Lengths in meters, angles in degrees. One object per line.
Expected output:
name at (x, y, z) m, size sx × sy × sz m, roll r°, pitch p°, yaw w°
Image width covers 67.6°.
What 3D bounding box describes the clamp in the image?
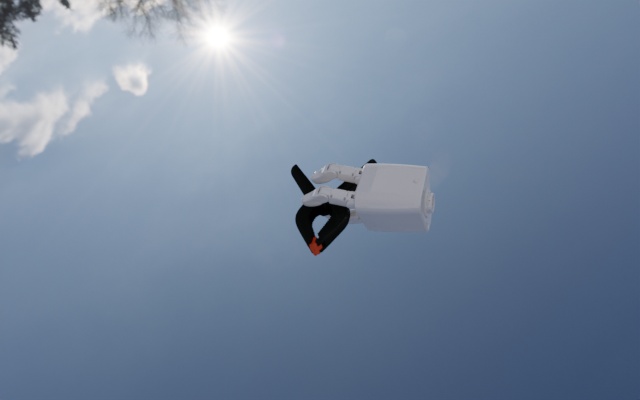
clamp at (0.000, 0.004, 0.831) m, size 0.164 × 0.209 × 0.036 m, roll 2°, pitch -42°, yaw 23°
